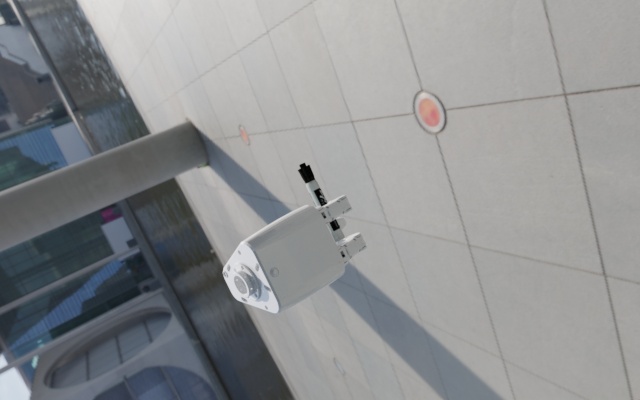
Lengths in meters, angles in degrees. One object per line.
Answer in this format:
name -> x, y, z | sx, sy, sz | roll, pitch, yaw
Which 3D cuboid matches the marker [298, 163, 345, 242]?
marker -> 0.000, 0.002, 0.678 | 0.020, 0.121, 0.020 | -26, 1, 1
